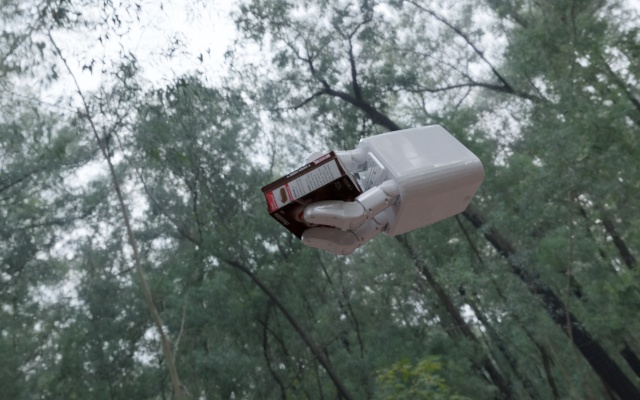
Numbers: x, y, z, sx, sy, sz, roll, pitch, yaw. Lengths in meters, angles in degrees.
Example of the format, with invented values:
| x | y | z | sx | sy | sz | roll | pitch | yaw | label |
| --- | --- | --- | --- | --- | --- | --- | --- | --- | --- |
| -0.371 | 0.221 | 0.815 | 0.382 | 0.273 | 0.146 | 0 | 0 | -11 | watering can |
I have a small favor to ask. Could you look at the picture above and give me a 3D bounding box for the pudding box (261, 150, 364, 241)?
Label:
| x | y | z | sx | sy | sz | roll | pitch | yaw | label |
| --- | --- | --- | --- | --- | --- | --- | --- | --- | --- |
| 0.000 | 0.002 | 0.525 | 0.090 | 0.039 | 0.113 | -28 | -31 | 9 | pudding box |
